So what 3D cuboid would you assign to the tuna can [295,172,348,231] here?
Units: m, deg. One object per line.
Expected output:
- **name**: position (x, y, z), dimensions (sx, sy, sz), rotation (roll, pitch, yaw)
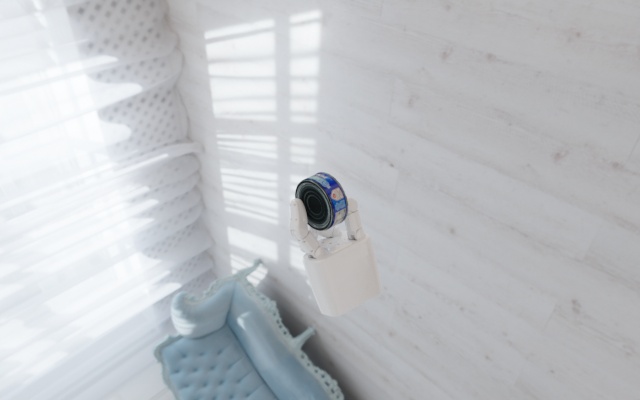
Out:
- **tuna can**: position (0.000, 0.003, 0.726), dimensions (0.033, 0.086, 0.086), rotation (-25, 16, -37)
